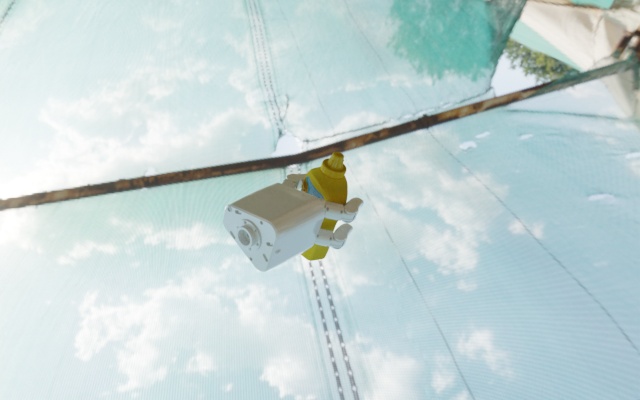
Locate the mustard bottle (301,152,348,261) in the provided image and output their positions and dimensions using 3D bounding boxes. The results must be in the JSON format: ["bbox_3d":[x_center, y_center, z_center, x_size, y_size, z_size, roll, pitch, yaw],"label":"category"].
[{"bbox_3d":[0.000,0.003,0.797,0.058,0.192,0.096,-3,41,-31],"label":"mustard bottle"}]
